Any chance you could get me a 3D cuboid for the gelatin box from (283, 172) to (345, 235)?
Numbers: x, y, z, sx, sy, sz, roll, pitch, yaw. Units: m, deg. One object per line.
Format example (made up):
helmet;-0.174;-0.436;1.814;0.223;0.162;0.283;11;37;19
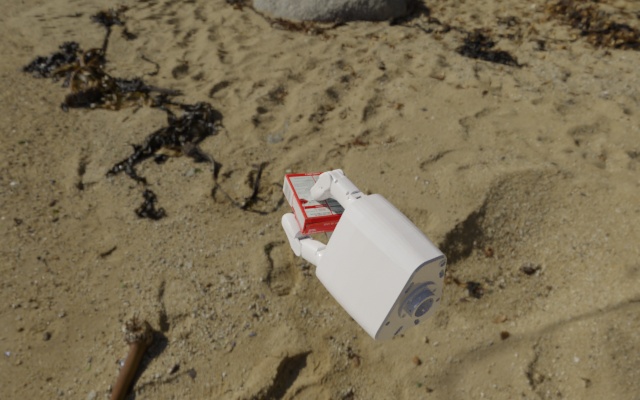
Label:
gelatin box;0.000;0.001;0.602;0.073;0.030;0.089;-5;43;-22
